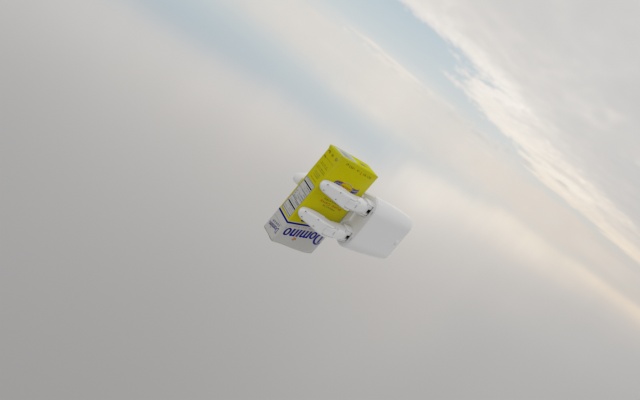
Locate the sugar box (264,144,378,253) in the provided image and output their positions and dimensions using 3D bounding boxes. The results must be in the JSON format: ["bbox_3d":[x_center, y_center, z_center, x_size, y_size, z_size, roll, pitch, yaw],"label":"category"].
[{"bbox_3d":[0.001,0.003,0.759,0.093,0.176,0.048,24,20,-42],"label":"sugar box"}]
